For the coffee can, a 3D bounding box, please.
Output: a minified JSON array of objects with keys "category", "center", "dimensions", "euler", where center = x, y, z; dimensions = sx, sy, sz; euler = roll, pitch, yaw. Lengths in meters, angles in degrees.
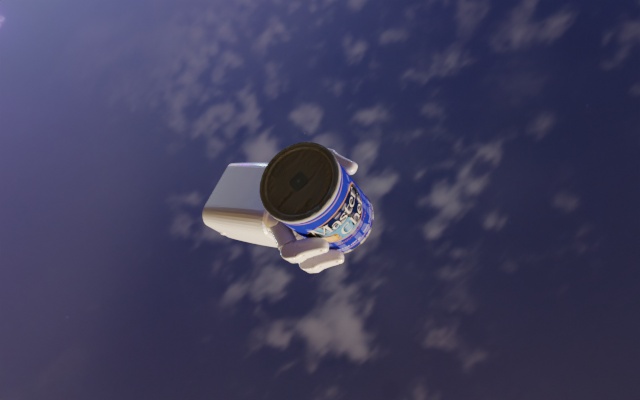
[{"category":"coffee can","center":[0.000,0.002,0.614],"dimensions":[0.103,0.102,0.140],"euler":[0,-21,24]}]
